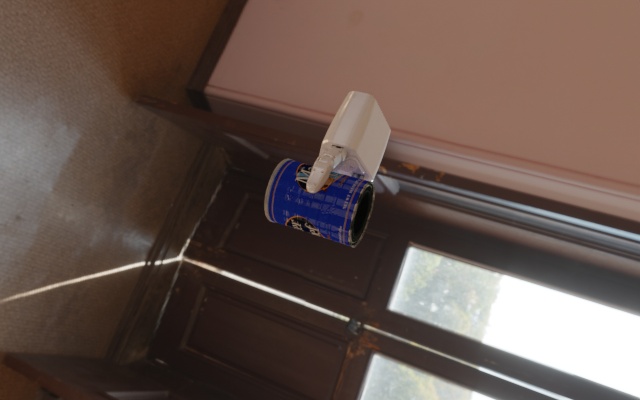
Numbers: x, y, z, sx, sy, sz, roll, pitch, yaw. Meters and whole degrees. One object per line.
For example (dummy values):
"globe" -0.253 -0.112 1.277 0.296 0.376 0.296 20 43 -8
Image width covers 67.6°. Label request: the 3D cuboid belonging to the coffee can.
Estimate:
"coffee can" 0.000 0.002 0.728 0.140 0.103 0.103 16 5 18
